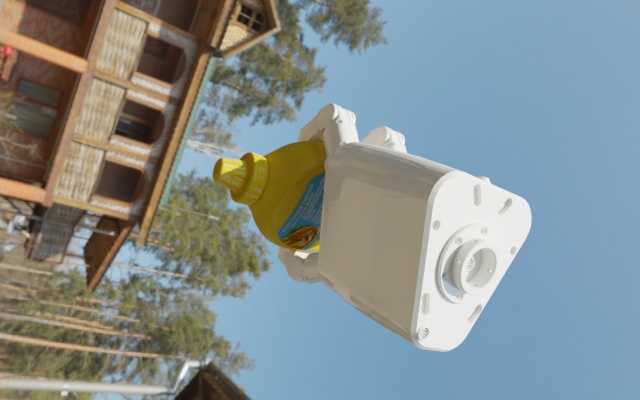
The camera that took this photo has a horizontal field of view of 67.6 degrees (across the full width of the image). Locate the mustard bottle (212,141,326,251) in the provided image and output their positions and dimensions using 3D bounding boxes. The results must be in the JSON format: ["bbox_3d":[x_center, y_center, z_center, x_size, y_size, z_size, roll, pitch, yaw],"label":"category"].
[{"bbox_3d":[0.000,0.001,0.407,0.192,0.096,0.058,17,29,-33],"label":"mustard bottle"}]
